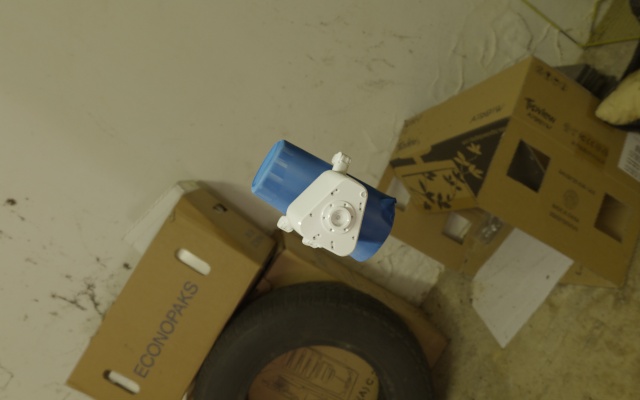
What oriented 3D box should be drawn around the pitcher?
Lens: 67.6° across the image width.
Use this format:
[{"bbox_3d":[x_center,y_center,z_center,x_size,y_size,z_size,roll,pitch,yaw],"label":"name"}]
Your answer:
[{"bbox_3d":[0.000,0.003,0.853,0.243,0.149,0.145,30,2,-14],"label":"pitcher"}]
